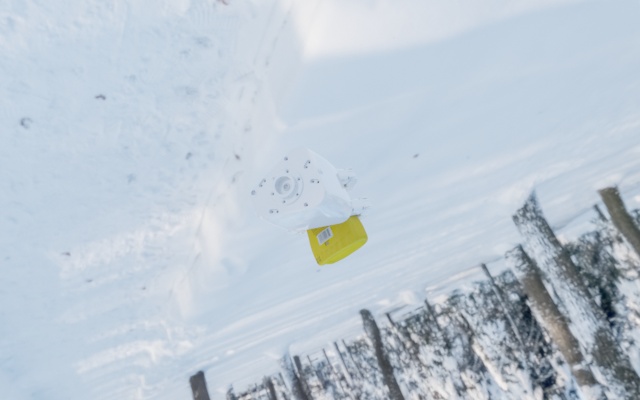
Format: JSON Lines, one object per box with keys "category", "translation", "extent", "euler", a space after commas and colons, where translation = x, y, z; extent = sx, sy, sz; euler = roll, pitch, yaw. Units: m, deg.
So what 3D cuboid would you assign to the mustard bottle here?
{"category": "mustard bottle", "translation": [0.000, 0.003, 0.780], "extent": [0.058, 0.191, 0.096], "euler": [-3, -28, -47]}
